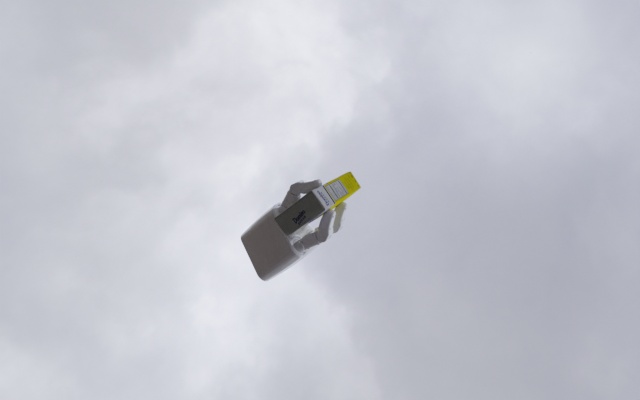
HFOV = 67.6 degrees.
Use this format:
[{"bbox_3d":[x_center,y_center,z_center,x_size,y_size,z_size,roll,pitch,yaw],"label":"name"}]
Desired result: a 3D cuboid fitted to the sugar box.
[{"bbox_3d":[0.000,0.003,0.852,0.093,0.048,0.176,-36,0,28],"label":"sugar box"}]
